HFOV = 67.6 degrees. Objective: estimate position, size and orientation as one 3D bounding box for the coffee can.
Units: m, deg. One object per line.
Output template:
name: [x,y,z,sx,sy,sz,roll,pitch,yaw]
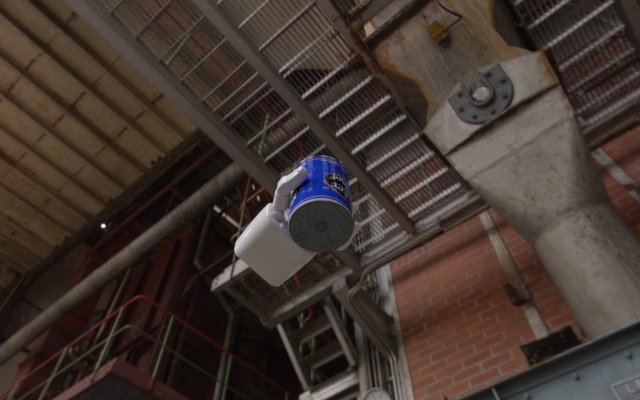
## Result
coffee can: [0.000,0.003,0.798,0.103,0.103,0.140,0,35,-1]
